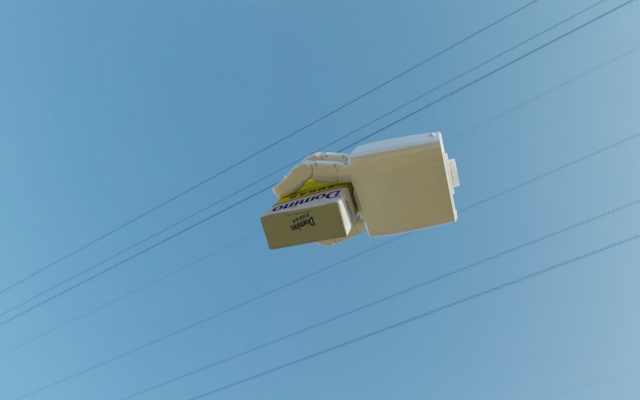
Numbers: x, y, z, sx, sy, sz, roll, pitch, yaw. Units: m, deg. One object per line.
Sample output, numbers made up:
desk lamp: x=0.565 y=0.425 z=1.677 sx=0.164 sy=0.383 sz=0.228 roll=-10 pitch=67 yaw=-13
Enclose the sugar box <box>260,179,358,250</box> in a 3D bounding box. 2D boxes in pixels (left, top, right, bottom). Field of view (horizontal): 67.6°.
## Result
sugar box: x=0.000 y=0.001 z=0.587 sx=0.093 sy=0.048 sz=0.176 roll=-12 pitch=12 yaw=16
